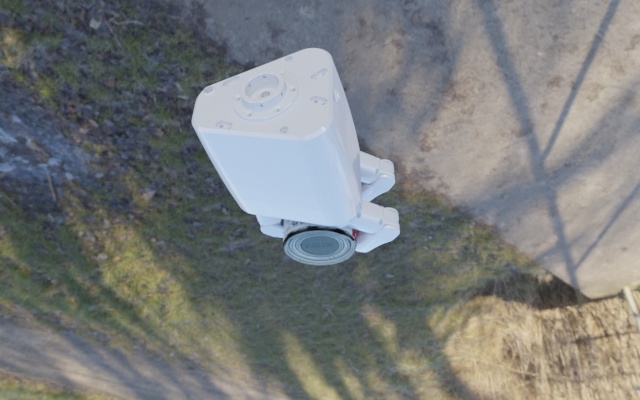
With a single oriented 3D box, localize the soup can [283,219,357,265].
[{"bbox_3d":[0.000,0.002,0.454,0.068,0.102,0.069,0,-34,0],"label":"soup can"}]
